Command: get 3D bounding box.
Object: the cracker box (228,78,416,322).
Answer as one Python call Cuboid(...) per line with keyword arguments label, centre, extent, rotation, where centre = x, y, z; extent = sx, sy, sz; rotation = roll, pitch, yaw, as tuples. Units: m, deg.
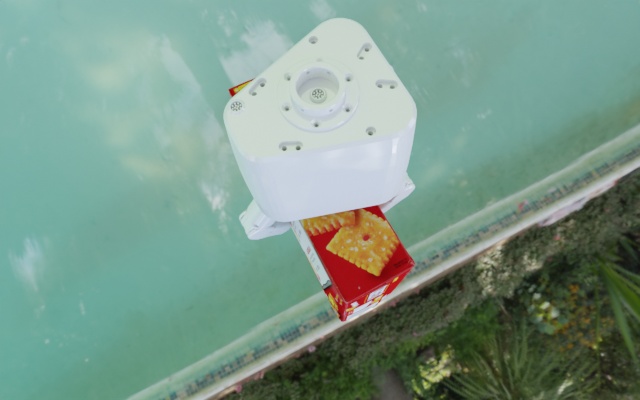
Cuboid(label="cracker box", centre=(0.000, 0.002, 0.464), extent=(0.072, 0.213, 0.164), rotation=(-27, -18, -7))
